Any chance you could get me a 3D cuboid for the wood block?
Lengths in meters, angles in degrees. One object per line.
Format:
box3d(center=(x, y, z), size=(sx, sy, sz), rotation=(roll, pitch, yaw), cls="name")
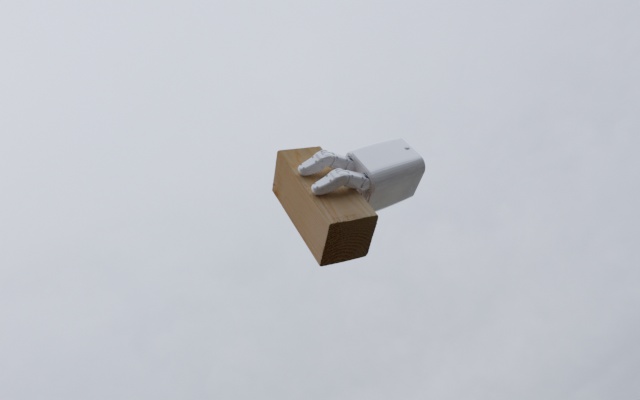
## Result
box3d(center=(0.000, 0.003, 0.807), size=(0.090, 0.091, 0.206), rotation=(-9, 41, -26), cls="wood block")
